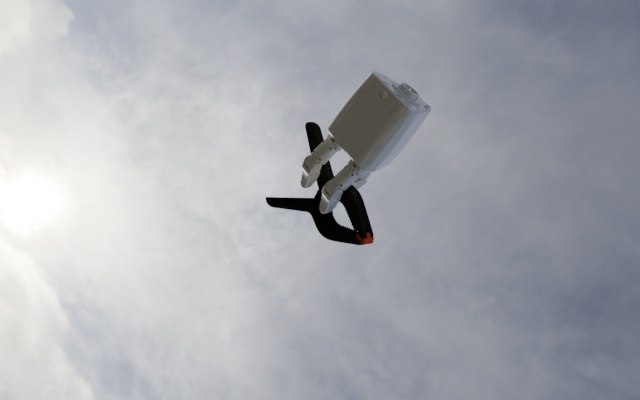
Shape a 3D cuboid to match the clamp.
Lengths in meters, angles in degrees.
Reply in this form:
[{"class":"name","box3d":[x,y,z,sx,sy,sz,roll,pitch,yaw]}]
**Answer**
[{"class":"clamp","box3d":[0.001,0.003,0.751,0.036,0.210,0.165,-4,-41,-51]}]
